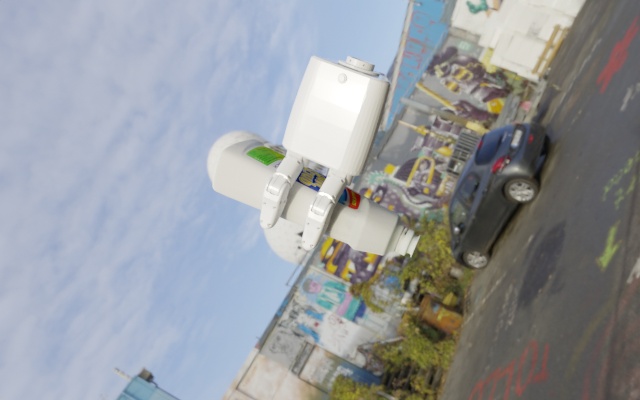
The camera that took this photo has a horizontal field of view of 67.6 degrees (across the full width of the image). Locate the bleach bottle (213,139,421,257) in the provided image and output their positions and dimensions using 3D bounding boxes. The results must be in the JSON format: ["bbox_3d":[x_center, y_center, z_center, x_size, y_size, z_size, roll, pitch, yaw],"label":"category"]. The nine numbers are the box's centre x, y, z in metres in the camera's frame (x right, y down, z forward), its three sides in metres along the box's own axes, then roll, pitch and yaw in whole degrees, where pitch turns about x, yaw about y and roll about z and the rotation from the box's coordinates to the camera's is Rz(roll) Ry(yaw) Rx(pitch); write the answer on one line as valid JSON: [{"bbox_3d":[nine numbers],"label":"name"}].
[{"bbox_3d":[0.000,0.002,0.581,0.251,0.068,0.102,23,20,14],"label":"bleach bottle"}]
